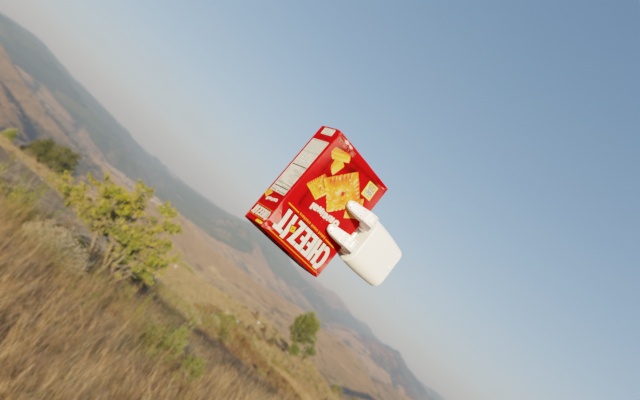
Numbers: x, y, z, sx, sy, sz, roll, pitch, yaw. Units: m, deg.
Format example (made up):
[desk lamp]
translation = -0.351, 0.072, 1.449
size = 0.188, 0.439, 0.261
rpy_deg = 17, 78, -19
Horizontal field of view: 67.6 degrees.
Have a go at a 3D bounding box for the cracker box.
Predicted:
[cracker box]
translation = 0.000, 0.003, 0.844
size = 0.164, 0.213, 0.072
rpy_deg = 47, -13, -35
